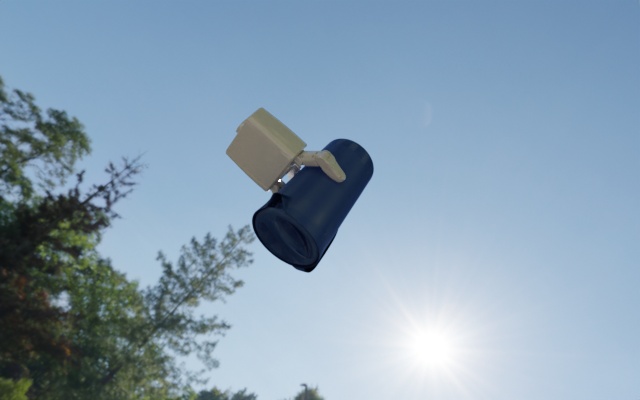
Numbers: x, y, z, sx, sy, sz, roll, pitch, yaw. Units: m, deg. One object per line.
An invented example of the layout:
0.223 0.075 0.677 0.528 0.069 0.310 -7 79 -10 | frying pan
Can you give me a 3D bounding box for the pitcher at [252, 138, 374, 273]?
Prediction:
0.000 0.003 0.863 0.242 0.145 0.149 -50 2 -37 | pitcher
